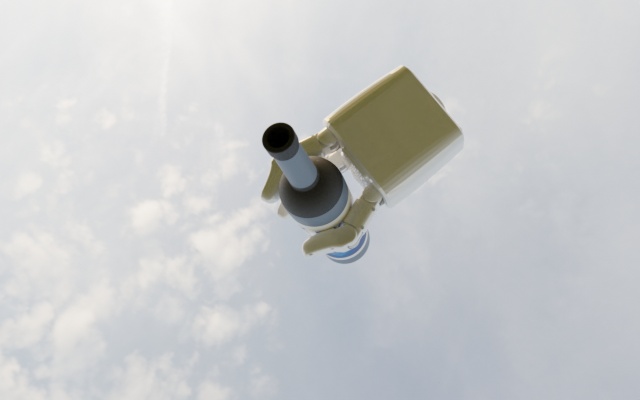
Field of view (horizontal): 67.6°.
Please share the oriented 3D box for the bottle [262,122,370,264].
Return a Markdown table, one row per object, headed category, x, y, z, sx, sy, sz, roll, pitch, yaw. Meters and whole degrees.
| category | x | y | z | sx | sy | sz | roll | pitch | yaw |
| --- | --- | --- | --- | --- | --- | --- | --- | --- | --- |
| bottle | 0.000 | 0.002 | 0.506 | 0.069 | 0.069 | 0.296 | 0 | -20 | 14 |
